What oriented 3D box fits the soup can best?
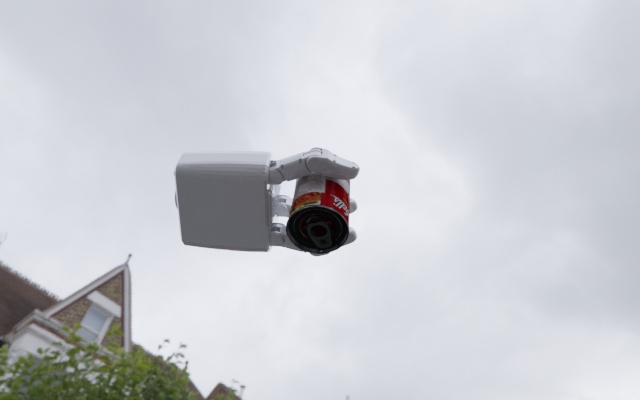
[{"bbox_3d":[0.001,0.002,0.548,0.068,0.069,0.102,0,38,5],"label":"soup can"}]
